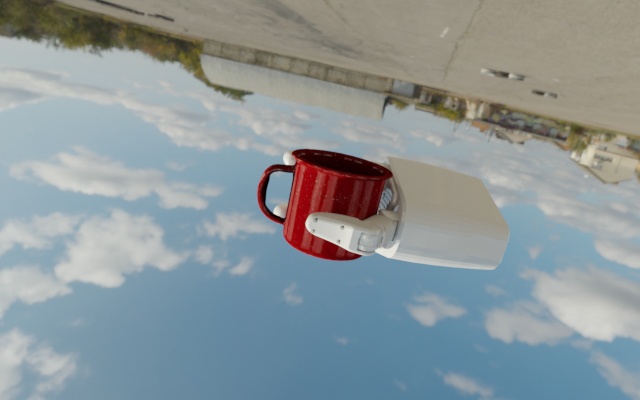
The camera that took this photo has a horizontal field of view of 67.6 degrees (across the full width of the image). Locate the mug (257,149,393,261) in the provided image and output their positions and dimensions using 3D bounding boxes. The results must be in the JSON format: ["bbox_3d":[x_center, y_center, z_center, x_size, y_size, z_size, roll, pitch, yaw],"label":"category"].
[{"bbox_3d":[-0.001,0.001,0.437,0.117,0.081,0.093,10,16,-9],"label":"mug"}]
